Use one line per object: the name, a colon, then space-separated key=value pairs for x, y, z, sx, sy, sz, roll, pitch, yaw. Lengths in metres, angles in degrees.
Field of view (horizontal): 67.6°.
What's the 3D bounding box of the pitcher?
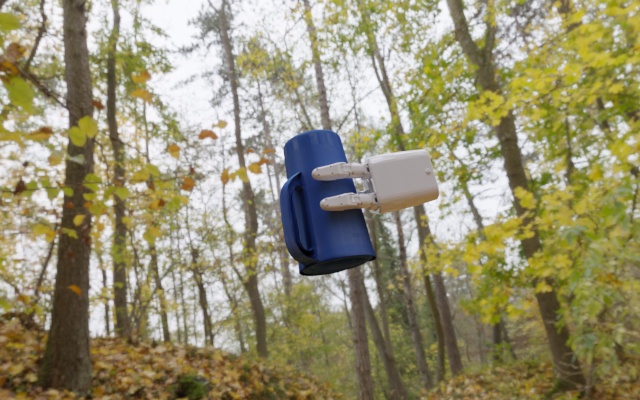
pitcher: x=0.000 y=0.003 z=0.827 sx=0.145 sy=0.242 sz=0.149 roll=-11 pitch=-18 yaw=-5
